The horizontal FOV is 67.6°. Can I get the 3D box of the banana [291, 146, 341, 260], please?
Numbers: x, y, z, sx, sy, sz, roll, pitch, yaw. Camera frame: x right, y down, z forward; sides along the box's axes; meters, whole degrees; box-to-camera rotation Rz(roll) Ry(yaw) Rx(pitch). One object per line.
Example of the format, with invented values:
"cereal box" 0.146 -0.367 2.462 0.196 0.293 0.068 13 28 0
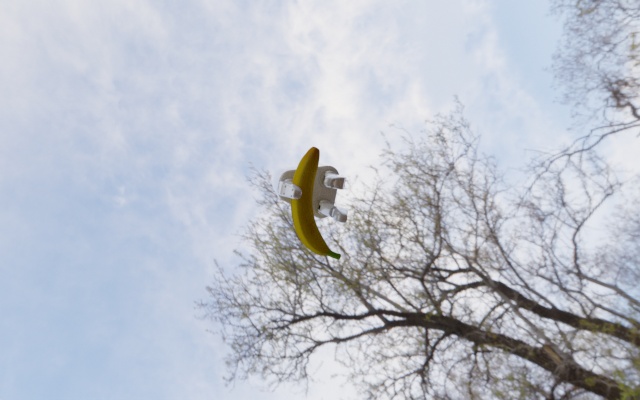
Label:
"banana" -0.017 0.010 0.815 0.069 0.198 0.037 -12 9 -2
